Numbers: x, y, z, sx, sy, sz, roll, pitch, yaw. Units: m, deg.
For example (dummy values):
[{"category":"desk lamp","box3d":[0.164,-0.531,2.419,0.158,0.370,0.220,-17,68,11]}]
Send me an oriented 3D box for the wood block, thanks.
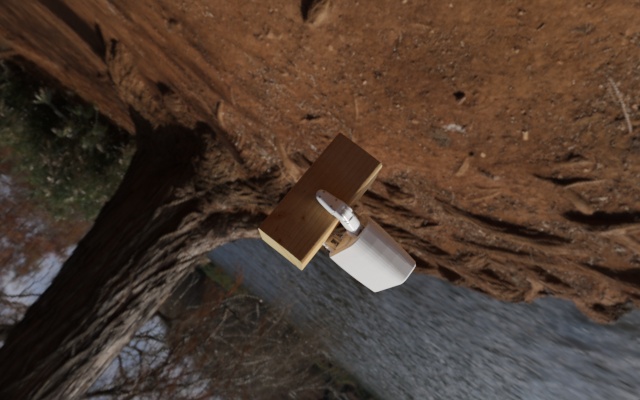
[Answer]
[{"category":"wood block","box3d":[0.000,0.003,0.789,0.090,0.206,0.091,38,-14,7]}]
